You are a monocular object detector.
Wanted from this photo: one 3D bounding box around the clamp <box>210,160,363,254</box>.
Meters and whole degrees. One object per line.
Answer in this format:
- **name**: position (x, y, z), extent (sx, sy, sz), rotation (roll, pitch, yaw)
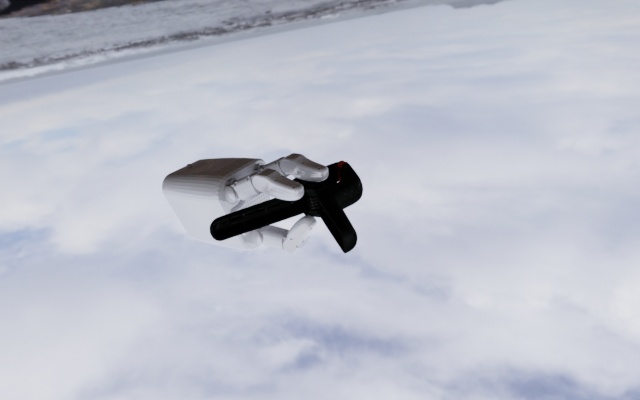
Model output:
- **clamp**: position (0.000, 0.002, 0.550), extent (0.164, 0.036, 0.210), rotation (7, 26, 30)
